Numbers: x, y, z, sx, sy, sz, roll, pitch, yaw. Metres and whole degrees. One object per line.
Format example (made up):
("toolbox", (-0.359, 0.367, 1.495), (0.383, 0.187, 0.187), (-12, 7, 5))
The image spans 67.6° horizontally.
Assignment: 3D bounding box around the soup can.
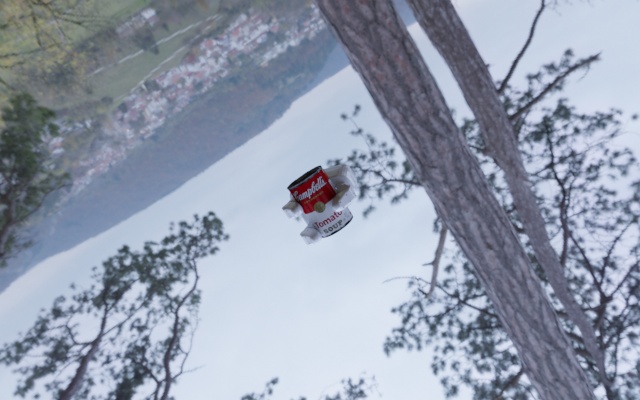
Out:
("soup can", (0.000, 0.003, 0.791), (0.068, 0.102, 0.068), (-32, 11, 7))
